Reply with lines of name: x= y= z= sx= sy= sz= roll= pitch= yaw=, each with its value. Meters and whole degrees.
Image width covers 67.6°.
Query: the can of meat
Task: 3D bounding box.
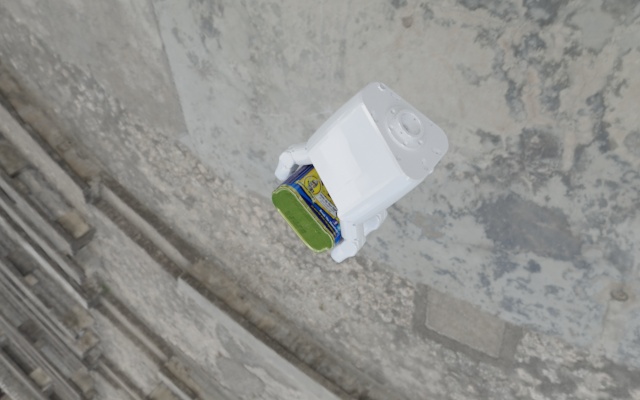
can of meat: x=0.000 y=0.002 z=0.589 sx=0.084 sy=0.102 sz=0.057 roll=-44 pitch=7 yaw=-38
